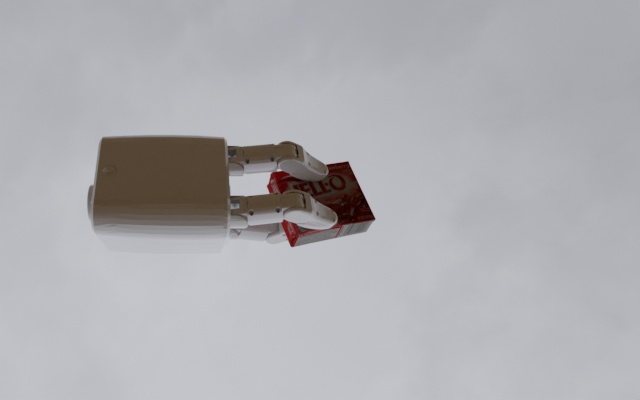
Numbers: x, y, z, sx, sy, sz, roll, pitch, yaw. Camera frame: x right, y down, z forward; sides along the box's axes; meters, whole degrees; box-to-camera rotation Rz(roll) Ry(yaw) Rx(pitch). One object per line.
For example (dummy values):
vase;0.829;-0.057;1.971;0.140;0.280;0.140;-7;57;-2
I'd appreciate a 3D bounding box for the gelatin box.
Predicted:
gelatin box;0.000;0.002;0.475;0.089;0.073;0.030;-9;-29;-26
